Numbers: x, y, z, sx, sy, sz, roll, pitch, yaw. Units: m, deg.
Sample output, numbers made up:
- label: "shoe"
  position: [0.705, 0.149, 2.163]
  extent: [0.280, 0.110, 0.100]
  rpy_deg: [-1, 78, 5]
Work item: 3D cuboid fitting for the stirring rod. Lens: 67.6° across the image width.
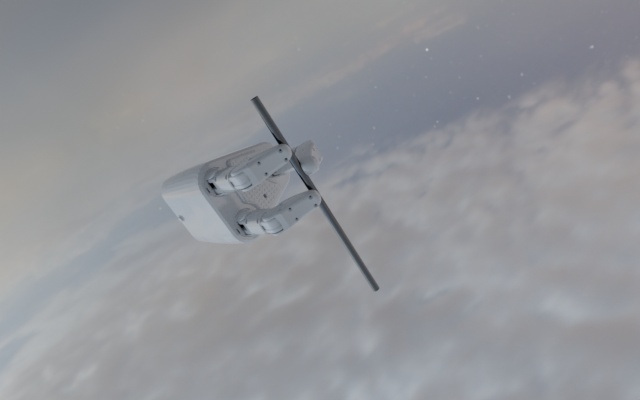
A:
- label: "stirring rod"
  position: [0.000, 0.001, 0.478]
  extent: [0.011, 0.240, 0.011]
  rpy_deg: [-28, 21, 12]
